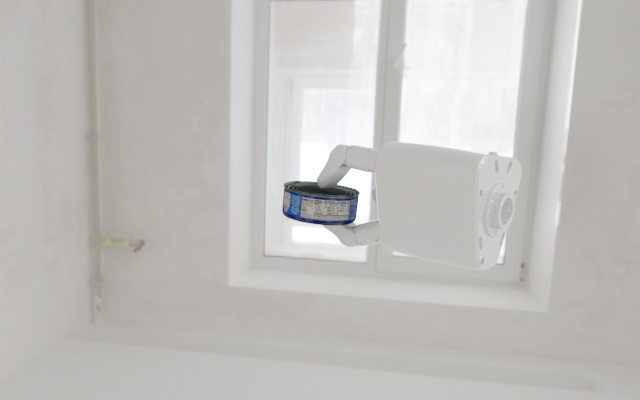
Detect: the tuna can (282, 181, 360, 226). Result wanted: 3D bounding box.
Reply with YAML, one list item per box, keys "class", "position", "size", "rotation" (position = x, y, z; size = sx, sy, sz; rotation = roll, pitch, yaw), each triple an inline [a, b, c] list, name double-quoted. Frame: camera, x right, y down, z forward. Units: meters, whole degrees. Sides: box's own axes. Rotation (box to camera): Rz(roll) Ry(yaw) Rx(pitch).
- class: "tuna can"
  position: [0.000, 0.002, 0.536]
  size: [0.086, 0.034, 0.086]
  rotation: [6, 11, -1]
